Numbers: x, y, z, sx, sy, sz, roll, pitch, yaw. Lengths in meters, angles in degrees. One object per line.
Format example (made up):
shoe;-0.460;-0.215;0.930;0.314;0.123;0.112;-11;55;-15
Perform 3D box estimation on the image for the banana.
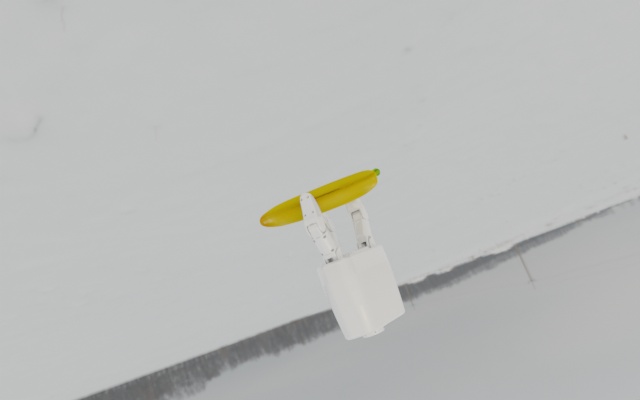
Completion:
banana;0.004;-0.001;0.693;0.198;0.037;0.069;-22;-5;-4
